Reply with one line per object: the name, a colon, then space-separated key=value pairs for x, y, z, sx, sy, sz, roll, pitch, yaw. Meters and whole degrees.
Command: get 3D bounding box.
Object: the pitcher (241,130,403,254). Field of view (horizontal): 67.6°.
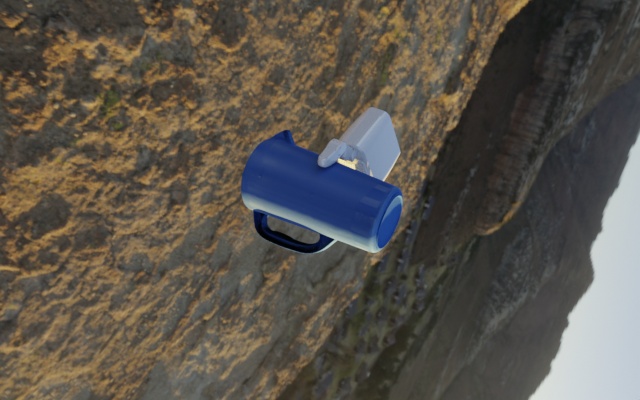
pitcher: x=0.000 y=0.002 z=0.773 sx=0.243 sy=0.145 sz=0.149 roll=22 pitch=-35 yaw=24
